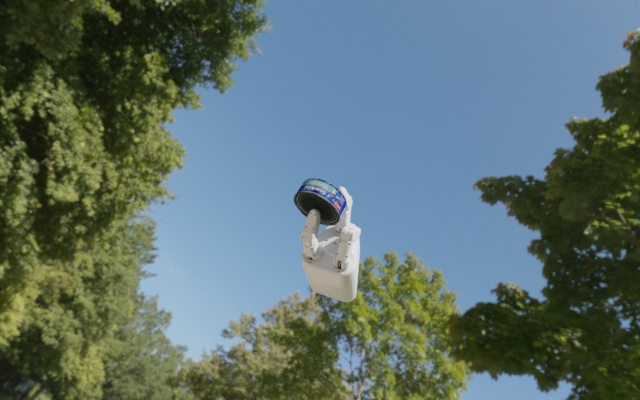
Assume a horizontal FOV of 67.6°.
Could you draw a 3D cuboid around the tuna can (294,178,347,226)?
[{"bbox_3d":[0.000,0.002,0.799,0.086,0.033,0.086,22,-31,14],"label":"tuna can"}]
